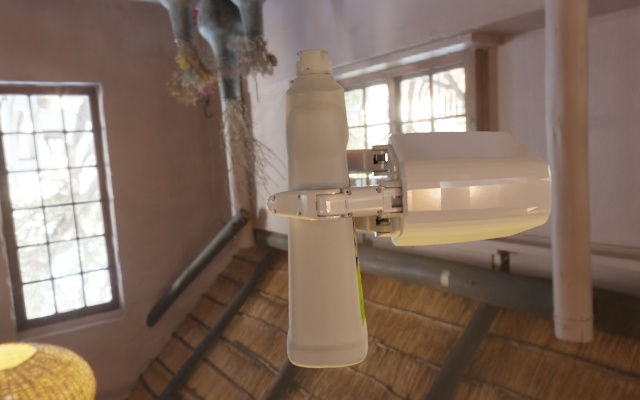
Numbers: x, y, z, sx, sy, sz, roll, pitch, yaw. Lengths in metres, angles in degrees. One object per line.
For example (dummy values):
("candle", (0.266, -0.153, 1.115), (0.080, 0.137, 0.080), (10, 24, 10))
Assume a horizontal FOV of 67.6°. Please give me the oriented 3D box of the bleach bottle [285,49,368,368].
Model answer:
("bleach bottle", (0.000, 0.001, 0.406), (0.068, 0.251, 0.102), (-3, 7, 2))
